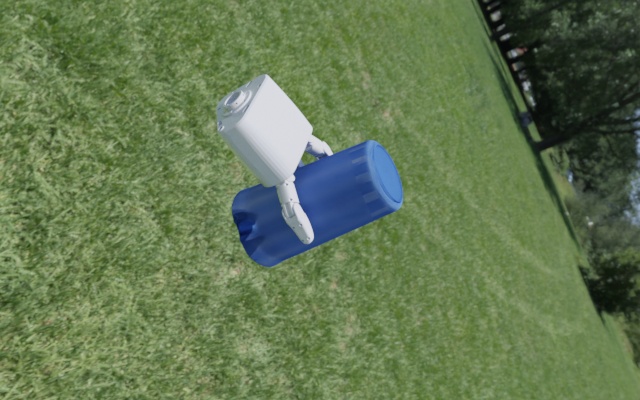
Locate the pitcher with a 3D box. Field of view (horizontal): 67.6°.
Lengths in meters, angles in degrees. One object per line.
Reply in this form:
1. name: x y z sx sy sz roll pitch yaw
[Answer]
1. pitcher: 0.000 0.002 0.732 0.243 0.149 0.145 -23 -53 26
